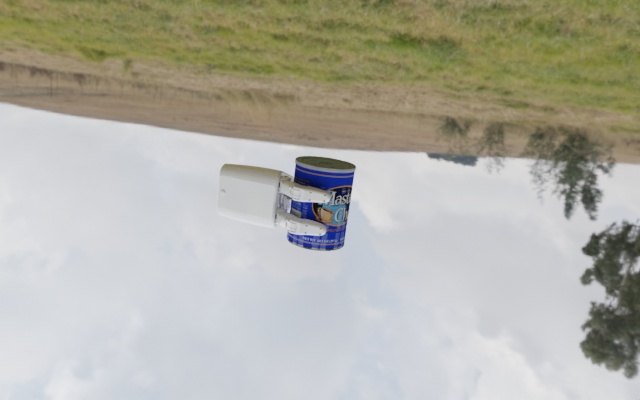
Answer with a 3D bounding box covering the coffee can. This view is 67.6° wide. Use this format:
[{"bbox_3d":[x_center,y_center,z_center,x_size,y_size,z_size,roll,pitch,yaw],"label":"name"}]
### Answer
[{"bbox_3d":[0.000,0.003,0.815,0.103,0.140,0.102,7,14,-2],"label":"coffee can"}]
